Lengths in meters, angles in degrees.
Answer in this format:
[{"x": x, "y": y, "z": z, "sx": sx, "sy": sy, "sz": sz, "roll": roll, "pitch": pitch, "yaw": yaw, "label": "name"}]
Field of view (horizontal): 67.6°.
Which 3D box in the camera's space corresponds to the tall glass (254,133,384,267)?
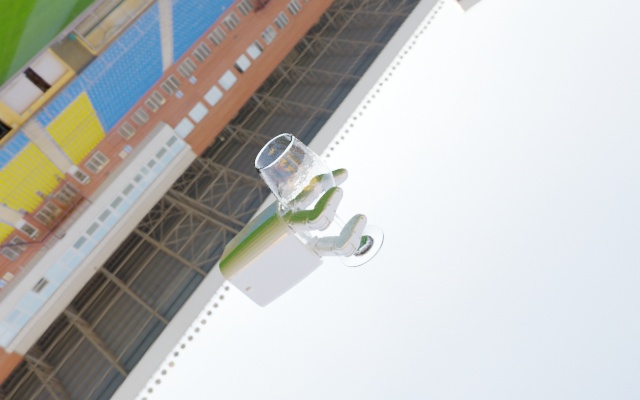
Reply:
[{"x": 0.001, "y": 0.002, "z": 0.633, "sx": 0.079, "sy": 0.079, "sz": 0.201, "roll": 0, "pitch": -40, "yaw": 50, "label": "tall glass"}]
